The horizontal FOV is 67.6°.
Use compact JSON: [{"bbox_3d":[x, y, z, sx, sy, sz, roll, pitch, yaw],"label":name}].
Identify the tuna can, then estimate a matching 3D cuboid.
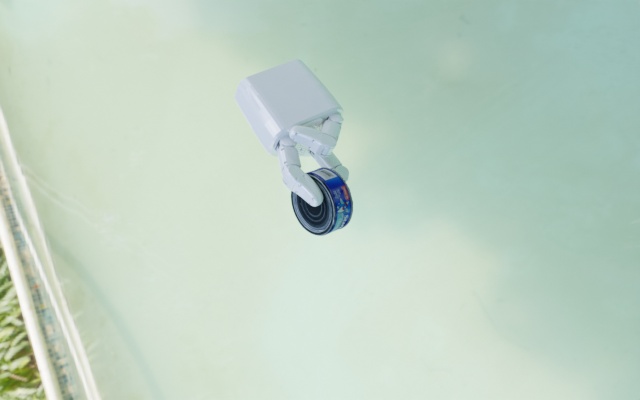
[{"bbox_3d":[0.000,0.002,0.622,0.033,0.086,0.086,-20,13,-40],"label":"tuna can"}]
